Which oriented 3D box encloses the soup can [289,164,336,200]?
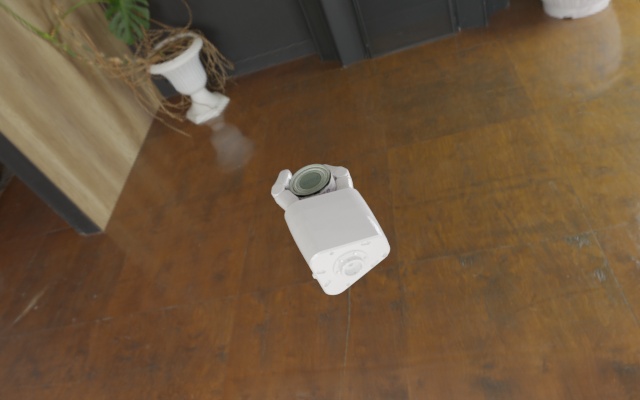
[{"bbox_3d":[0.000,0.002,0.738,0.068,0.068,0.102,0,-42,26],"label":"soup can"}]
